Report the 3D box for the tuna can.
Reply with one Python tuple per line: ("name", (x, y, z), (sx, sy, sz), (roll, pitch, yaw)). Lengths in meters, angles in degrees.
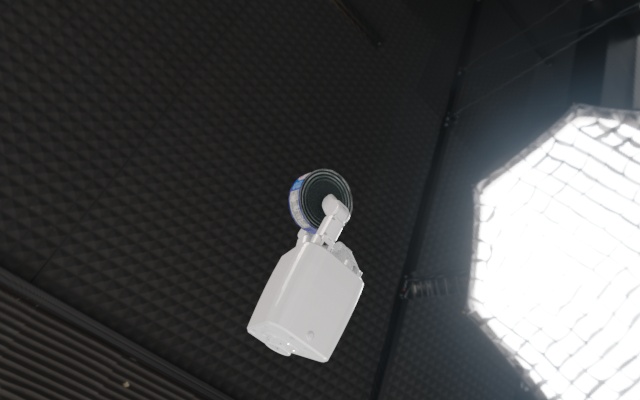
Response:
("tuna can", (0.000, 0.002, 0.646), (0.086, 0.086, 0.034), (0, -8, -35))
